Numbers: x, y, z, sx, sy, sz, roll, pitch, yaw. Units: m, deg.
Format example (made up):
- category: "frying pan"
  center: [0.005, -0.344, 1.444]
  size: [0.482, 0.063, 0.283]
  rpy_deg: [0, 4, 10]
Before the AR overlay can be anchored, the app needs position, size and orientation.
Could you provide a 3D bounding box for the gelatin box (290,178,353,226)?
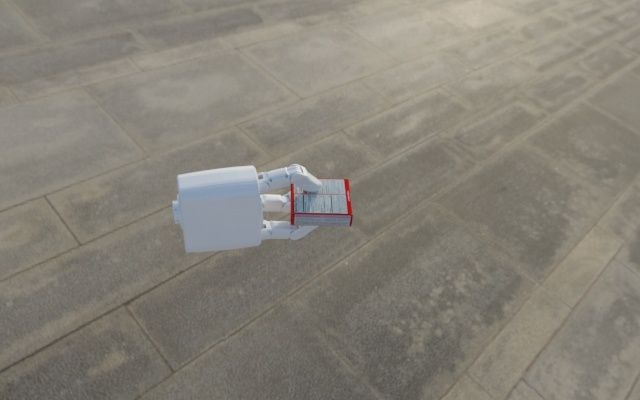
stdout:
- category: "gelatin box"
  center: [0.000, 0.002, 0.702]
  size: [0.089, 0.073, 0.030]
  rpy_deg: [0, -43, -4]
